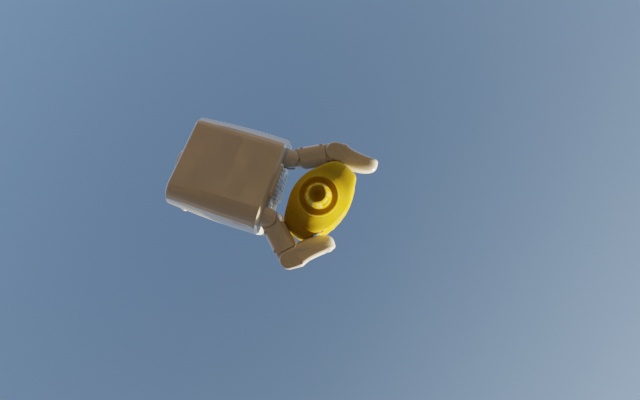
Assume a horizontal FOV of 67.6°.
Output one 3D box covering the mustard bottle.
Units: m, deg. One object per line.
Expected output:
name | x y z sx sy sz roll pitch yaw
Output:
mustard bottle | 0.000 0.002 0.541 0.058 0.096 0.191 42 -3 5
